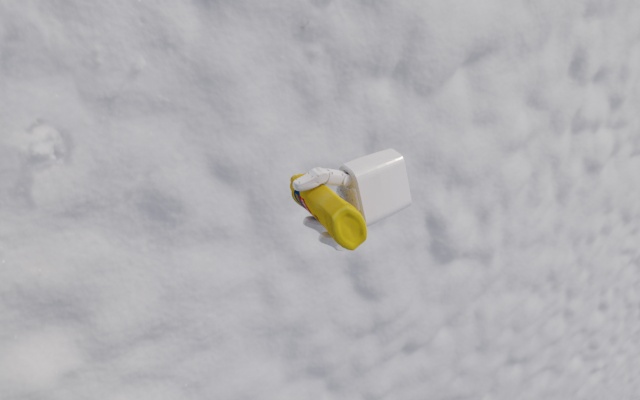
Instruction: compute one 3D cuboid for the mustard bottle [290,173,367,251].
[{"bbox_3d":[0.000,0.003,0.814,0.191,0.058,0.096,43,-9,47],"label":"mustard bottle"}]
